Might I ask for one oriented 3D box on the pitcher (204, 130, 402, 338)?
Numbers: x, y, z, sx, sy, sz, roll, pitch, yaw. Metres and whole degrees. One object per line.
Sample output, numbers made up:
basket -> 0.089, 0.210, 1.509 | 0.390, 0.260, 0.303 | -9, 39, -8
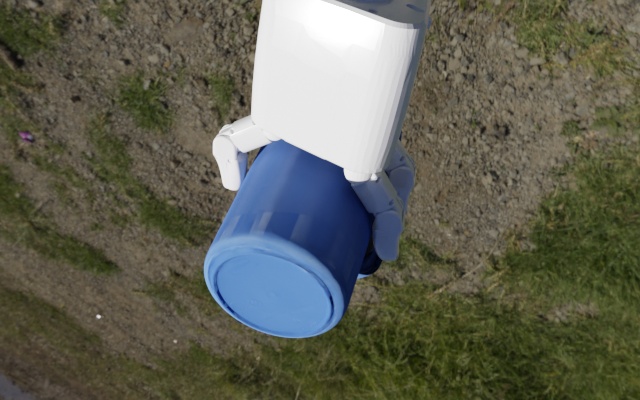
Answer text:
pitcher -> 0.000, 0.001, 0.429 | 0.149, 0.145, 0.242 | 16, 41, 4
